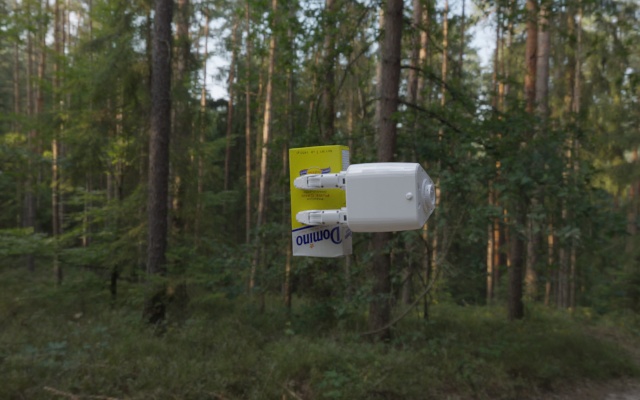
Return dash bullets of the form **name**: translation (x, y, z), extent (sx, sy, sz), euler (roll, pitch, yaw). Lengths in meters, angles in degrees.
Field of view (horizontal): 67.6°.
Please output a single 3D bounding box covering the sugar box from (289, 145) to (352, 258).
- **sugar box**: translation (0.000, 0.002, 0.773), extent (0.093, 0.176, 0.048), euler (-2, -1, 24)
